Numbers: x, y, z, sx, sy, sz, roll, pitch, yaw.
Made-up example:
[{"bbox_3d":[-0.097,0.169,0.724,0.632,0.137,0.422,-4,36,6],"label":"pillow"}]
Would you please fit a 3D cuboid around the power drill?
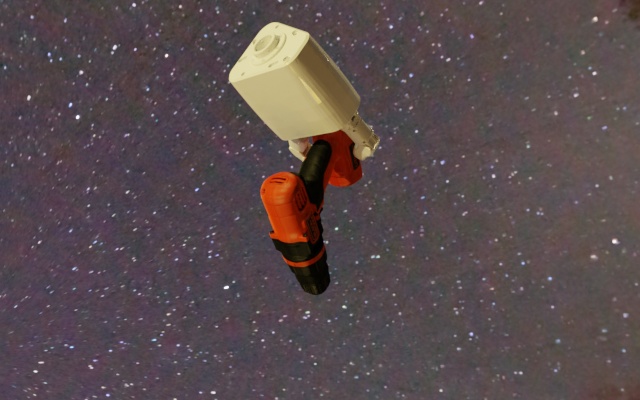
[{"bbox_3d":[0.000,0.001,0.605,0.057,0.185,0.187,4,44,22],"label":"power drill"}]
